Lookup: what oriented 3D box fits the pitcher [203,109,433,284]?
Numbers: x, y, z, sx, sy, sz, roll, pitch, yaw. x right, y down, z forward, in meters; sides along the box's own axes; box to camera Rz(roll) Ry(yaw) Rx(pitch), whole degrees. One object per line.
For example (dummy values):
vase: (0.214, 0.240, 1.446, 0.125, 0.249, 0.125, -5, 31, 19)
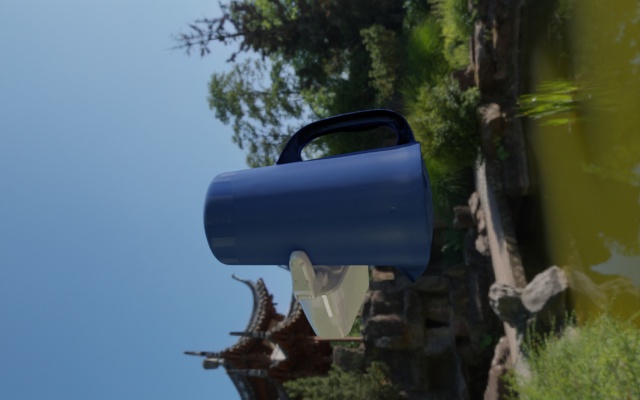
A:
pitcher: (0.000, 0.002, 0.533, 0.243, 0.145, 0.149, -4, 43, 12)
